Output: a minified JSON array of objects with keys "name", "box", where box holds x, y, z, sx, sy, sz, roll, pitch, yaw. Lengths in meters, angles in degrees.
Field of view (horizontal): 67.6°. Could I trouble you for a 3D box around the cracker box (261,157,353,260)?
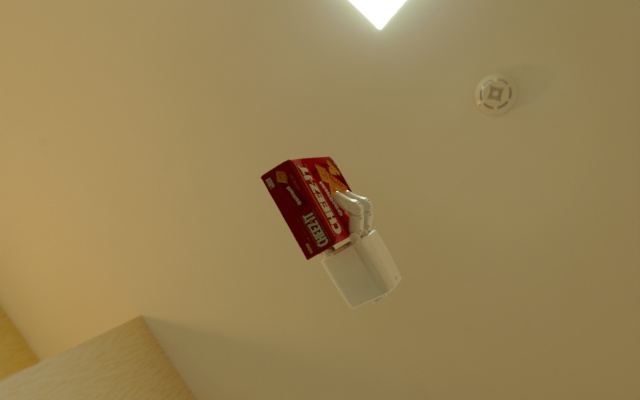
[{"name":"cracker box","box":[0.000,0.003,0.886,0.072,0.164,0.213,-32,-5,20]}]
